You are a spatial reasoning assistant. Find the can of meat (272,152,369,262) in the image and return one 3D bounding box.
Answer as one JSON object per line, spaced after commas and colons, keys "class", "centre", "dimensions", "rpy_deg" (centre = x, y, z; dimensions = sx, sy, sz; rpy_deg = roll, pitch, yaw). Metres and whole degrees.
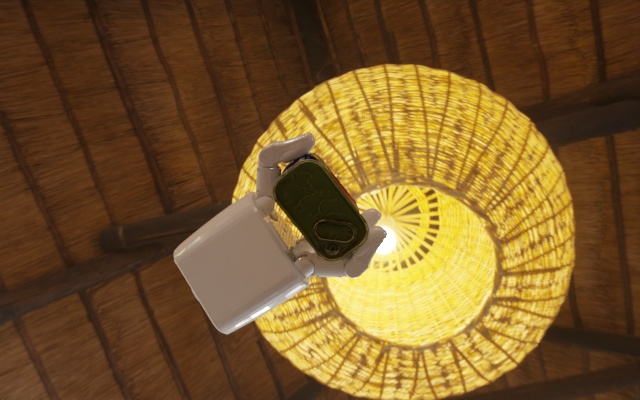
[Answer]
{"class": "can of meat", "centre": [0.000, 0.001, 0.492], "dimensions": [0.057, 0.102, 0.084], "rpy_deg": [-37, 11, 7]}
